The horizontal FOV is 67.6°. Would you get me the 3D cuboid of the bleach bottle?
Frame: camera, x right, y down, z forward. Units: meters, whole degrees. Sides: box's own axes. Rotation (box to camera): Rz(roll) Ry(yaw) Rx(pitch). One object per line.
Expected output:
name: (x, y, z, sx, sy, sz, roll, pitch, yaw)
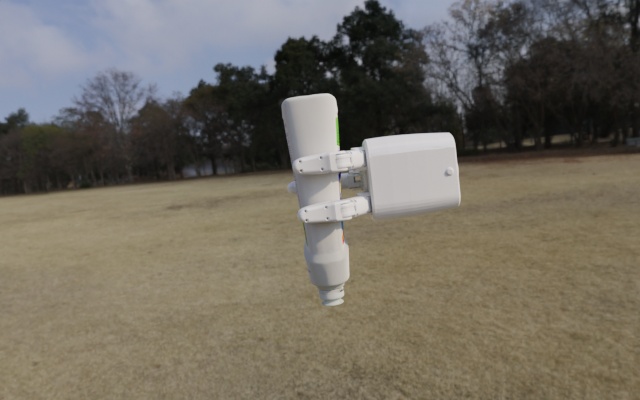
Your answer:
bleach bottle: (0.000, 0.002, 0.592, 0.068, 0.251, 0.102, -7, 4, 1)
